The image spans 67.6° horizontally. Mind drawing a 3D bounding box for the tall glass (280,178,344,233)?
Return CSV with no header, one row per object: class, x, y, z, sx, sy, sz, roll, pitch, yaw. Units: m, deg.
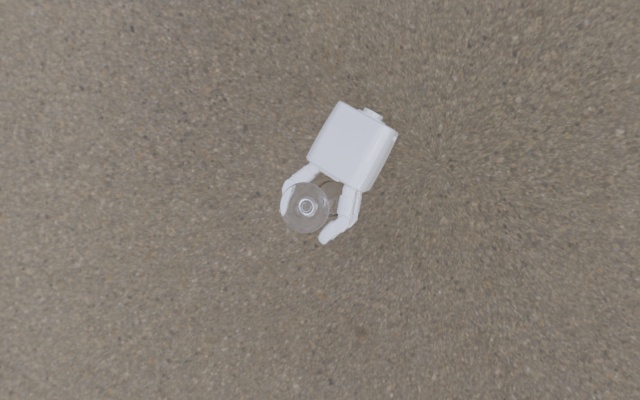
tall glass,0.000,0.003,0.784,0.079,0.079,0.201,0,4,14
